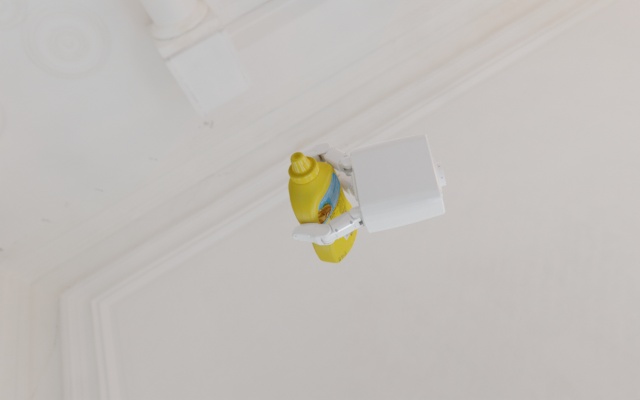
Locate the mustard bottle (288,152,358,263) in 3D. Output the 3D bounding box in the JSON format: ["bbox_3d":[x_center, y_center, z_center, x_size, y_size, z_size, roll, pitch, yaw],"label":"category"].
[{"bbox_3d":[0.000,0.002,0.685,0.058,0.096,0.192,6,-35,28],"label":"mustard bottle"}]
